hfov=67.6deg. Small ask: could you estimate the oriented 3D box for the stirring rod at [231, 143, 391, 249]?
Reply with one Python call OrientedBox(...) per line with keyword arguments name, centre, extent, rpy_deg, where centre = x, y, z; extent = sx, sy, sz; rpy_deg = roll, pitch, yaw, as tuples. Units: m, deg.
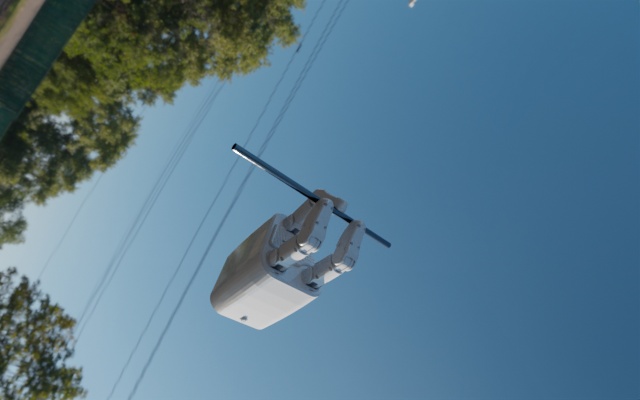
OrientedBox(name="stirring rod", centre=(0.000, 0.002, 0.535), extent=(0.240, 0.011, 0.011), rpy_deg=(33, -19, -32))
